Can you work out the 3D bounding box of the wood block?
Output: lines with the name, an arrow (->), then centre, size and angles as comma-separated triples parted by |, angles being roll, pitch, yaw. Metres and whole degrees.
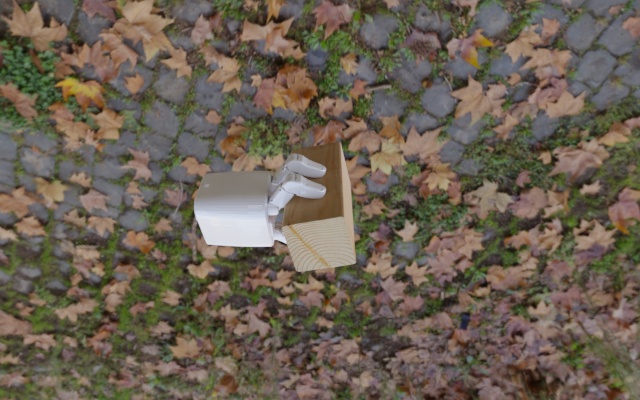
wood block -> 0.000, 0.003, 0.746 | 0.090, 0.091, 0.206 | -9, 36, 8
